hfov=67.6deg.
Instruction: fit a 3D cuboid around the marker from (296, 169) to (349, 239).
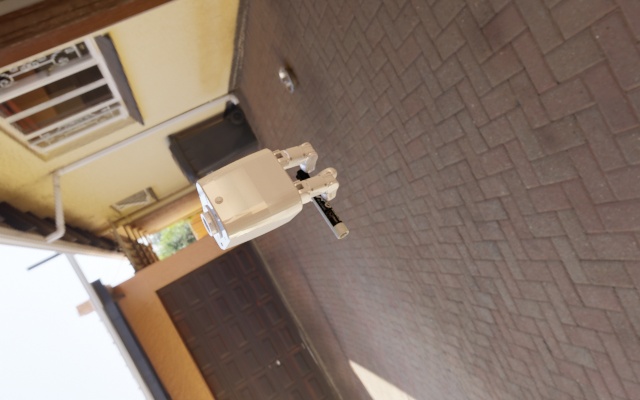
[{"bbox_3d":[0.000,0.002,0.688,0.020,0.121,0.020,-29,-22,-13],"label":"marker"}]
